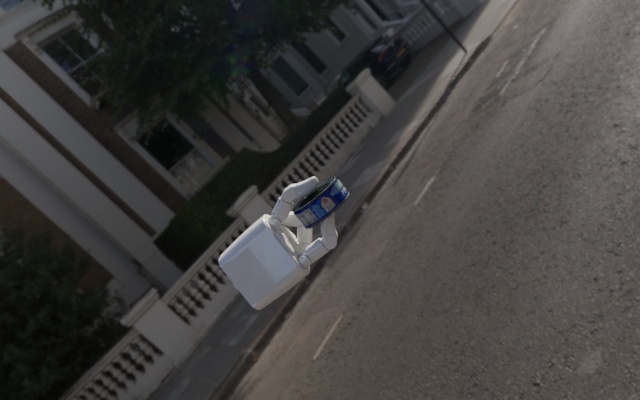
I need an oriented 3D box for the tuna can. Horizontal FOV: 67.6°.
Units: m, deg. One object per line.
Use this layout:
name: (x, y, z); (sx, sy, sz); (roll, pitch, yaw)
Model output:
tuna can: (0.000, 0.002, 0.717); (0.086, 0.034, 0.086); (-38, 10, 8)
